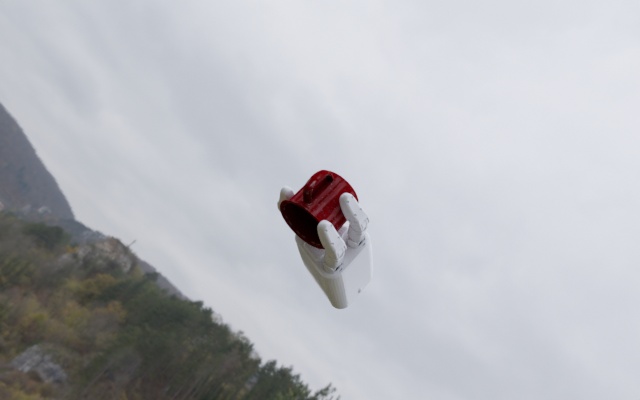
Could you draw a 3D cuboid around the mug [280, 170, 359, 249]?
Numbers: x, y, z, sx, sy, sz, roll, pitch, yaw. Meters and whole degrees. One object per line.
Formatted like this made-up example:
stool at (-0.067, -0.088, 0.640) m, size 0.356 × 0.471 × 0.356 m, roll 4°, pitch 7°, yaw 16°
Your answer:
mug at (0.000, 0.001, 0.686) m, size 0.093 × 0.117 × 0.081 m, roll 28°, pitch 59°, yaw 29°
